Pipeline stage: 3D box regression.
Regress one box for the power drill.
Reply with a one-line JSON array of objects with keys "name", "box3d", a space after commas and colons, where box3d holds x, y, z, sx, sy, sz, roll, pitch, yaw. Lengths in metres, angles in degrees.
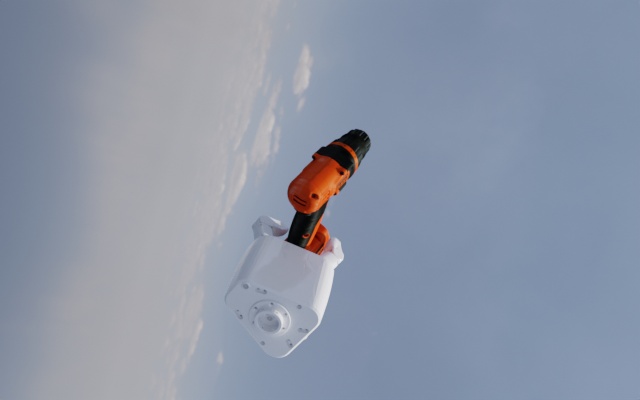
[{"name": "power drill", "box3d": [0.000, 0.003, 0.668, 0.057, 0.188, 0.184, 30, 42, 14]}]
